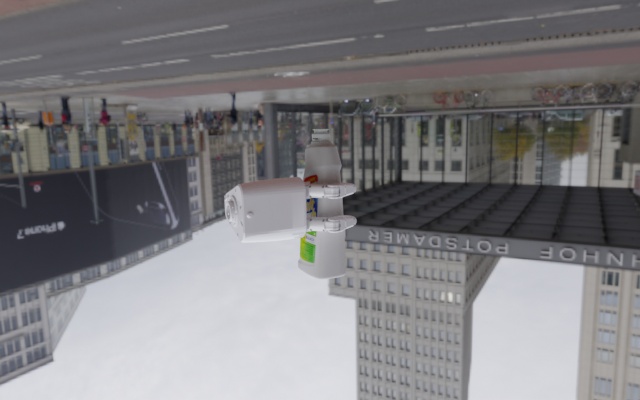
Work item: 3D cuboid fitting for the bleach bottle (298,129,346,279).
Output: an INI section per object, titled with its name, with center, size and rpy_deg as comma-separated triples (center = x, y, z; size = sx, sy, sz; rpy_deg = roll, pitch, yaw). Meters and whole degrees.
[bleach bottle]
center = 0.000, 0.003, 0.828
size = 0.068, 0.251, 0.102
rpy_deg = -6, 10, -25
